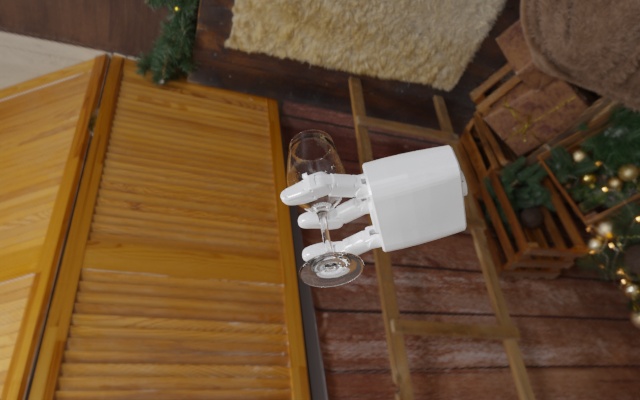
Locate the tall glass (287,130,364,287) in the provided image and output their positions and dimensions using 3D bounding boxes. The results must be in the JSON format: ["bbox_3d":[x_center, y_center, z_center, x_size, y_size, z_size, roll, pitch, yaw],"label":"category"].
[{"bbox_3d":[0.000,0.002,0.598,0.079,0.200,0.079,-6,-38,-5],"label":"tall glass"}]
